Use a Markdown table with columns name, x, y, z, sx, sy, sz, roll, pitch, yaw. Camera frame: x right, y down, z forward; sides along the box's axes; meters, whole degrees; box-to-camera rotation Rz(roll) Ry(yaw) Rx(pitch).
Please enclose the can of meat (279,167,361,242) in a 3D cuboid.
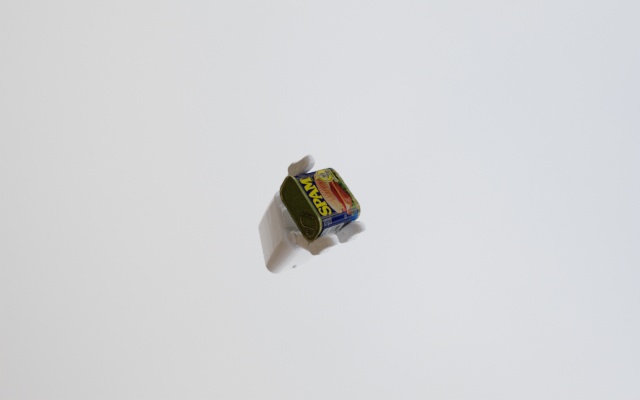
| name | x | y | z | sx | sy | sz | roll | pitch | yaw |
| --- | --- | --- | --- | --- | --- | --- | --- | --- | --- |
| can of meat | 0.000 | 0.002 | 0.728 | 0.084 | 0.102 | 0.057 | -17 | -25 | -36 |
